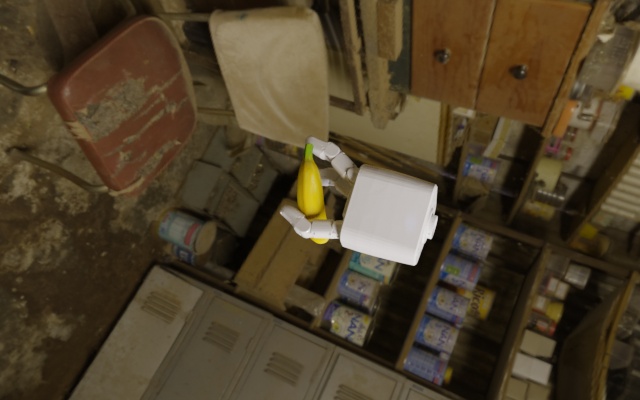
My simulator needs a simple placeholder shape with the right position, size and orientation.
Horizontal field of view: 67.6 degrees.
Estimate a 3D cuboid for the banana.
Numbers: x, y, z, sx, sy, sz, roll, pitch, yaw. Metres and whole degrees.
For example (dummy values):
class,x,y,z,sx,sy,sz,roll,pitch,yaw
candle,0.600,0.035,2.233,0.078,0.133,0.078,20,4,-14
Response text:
class,x,y,z,sx,sy,sz,roll,pitch,yaw
banana,-0.007,0.013,0.716,0.037,0.198,0.069,11,47,18
